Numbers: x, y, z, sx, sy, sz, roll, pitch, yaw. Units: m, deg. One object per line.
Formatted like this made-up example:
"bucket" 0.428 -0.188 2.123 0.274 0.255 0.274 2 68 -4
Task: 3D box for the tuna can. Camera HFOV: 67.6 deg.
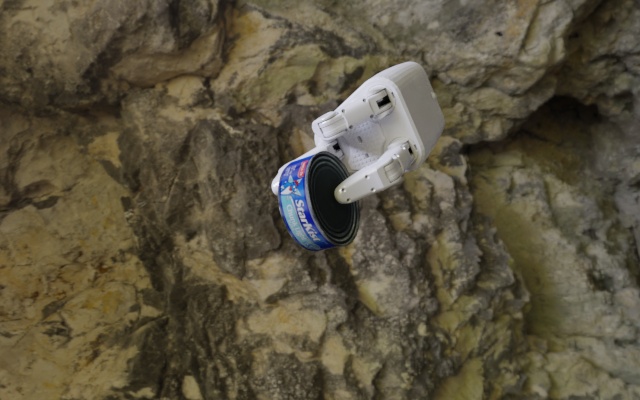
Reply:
"tuna can" 0.000 0.002 0.427 0.034 0.086 0.086 -15 -8 31
